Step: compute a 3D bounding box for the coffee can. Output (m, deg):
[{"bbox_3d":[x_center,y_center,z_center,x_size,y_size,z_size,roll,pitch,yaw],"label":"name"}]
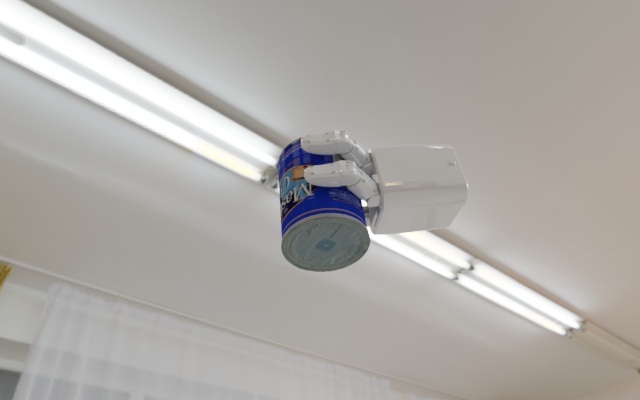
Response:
[{"bbox_3d":[0.000,0.002,0.592,0.103,0.140,0.103,-4,-42,-4],"label":"coffee can"}]
